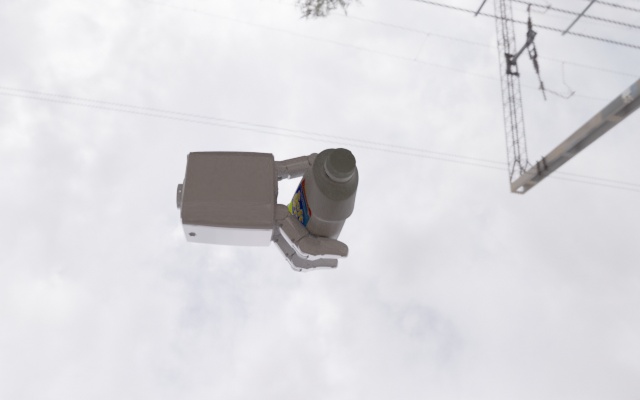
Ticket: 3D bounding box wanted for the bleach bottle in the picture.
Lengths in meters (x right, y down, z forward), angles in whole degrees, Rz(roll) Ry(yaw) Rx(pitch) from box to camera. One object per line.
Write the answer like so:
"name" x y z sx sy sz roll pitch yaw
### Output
"bleach bottle" 0.000 0.002 0.584 0.068 0.102 0.251 0 -23 -10
